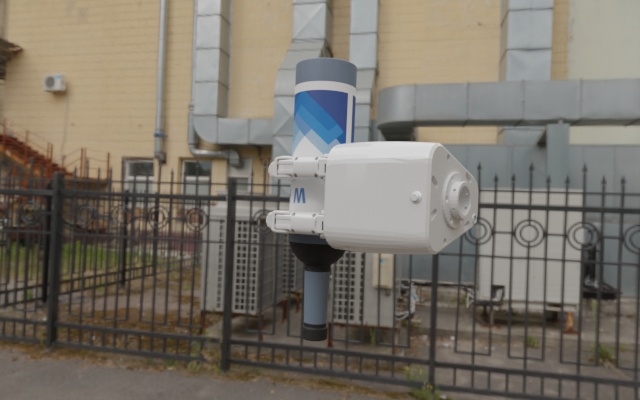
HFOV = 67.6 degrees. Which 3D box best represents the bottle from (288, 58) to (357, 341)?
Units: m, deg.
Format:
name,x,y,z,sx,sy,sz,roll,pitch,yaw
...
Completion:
name,x,y,z,sx,sy,sz,roll,pitch,yaw
bottle,0.000,0.001,0.518,0.069,0.295,0.069,3,-1,0
